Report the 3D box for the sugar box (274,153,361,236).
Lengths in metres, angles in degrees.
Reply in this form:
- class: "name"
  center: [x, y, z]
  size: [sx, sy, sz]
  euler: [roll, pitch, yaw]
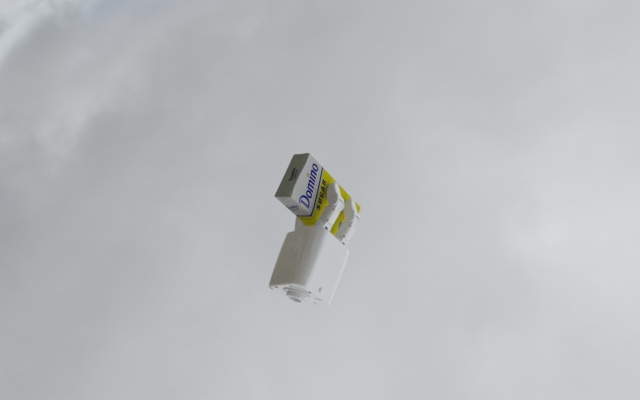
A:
- class: "sugar box"
  center: [0.001, 0.003, 0.866]
  size: [0.048, 0.093, 0.176]
  euler: [1, -32, 39]
